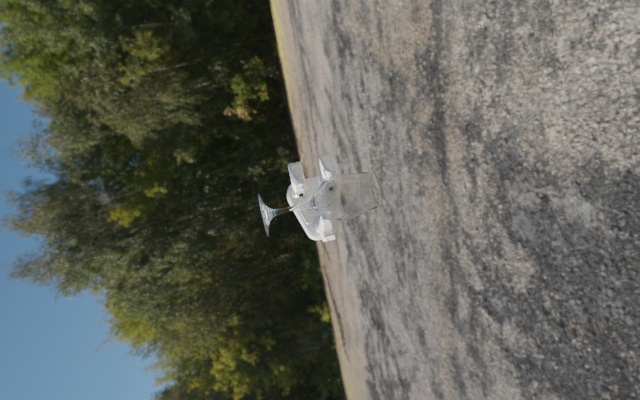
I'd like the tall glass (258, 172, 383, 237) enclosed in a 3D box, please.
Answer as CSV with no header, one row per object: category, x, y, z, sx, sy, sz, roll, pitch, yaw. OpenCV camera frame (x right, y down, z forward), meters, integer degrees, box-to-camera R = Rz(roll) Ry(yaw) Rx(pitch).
tall glass,-0.001,0.003,0.808,0.201,0.079,0.079,-13,1,-5
